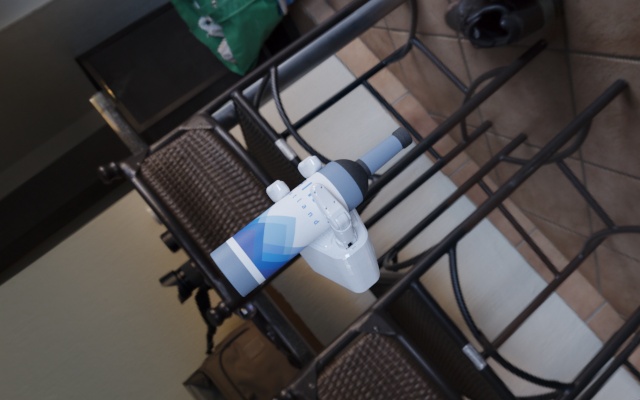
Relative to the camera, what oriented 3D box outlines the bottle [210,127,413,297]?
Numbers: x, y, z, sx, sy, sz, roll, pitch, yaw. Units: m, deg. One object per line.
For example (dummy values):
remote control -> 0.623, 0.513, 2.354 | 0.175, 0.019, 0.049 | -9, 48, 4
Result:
bottle -> 0.000, 0.002, 0.607 | 0.295, 0.069, 0.069 | -38, 9, -11
